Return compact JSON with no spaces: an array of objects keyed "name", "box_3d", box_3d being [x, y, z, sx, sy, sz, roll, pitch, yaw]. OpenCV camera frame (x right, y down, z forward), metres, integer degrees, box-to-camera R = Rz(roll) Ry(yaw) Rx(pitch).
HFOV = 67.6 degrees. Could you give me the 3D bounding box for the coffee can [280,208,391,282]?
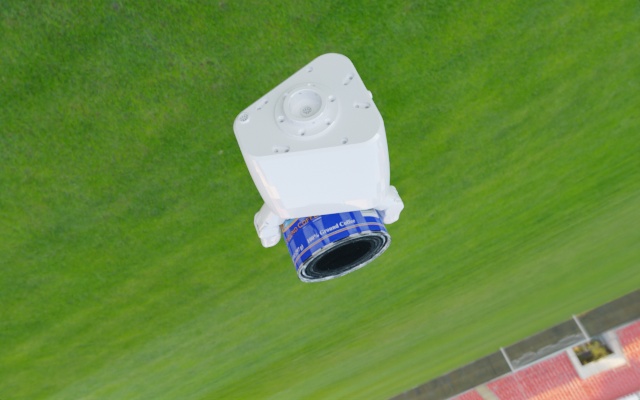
[{"name":"coffee can","box_3d":[0.000,0.002,0.513,0.103,0.140,0.103,-19,-26,-9]}]
